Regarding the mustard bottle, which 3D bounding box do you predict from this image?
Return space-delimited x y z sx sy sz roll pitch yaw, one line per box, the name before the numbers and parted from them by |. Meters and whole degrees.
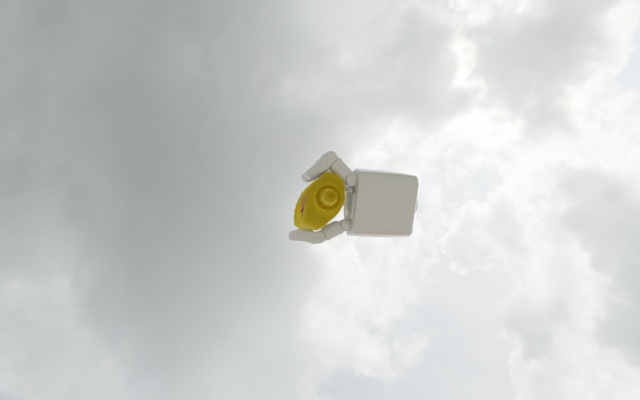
mustard bottle | 0.000 0.002 0.777 0.058 0.096 0.191 29 -9 -6
